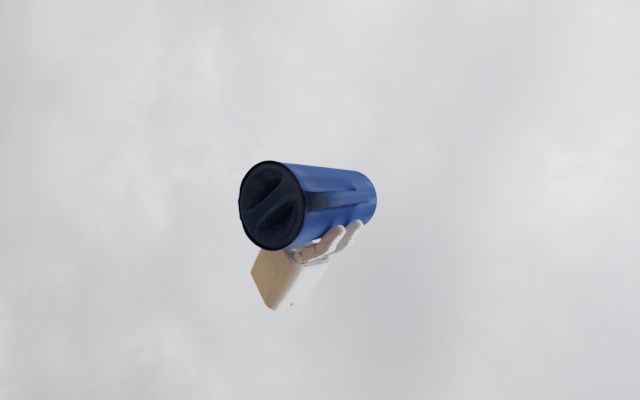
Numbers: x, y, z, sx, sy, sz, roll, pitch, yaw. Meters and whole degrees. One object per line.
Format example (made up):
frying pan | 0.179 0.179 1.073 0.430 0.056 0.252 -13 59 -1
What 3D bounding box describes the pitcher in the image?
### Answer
pitcher | 0.000 0.003 0.782 0.149 0.145 0.243 44 26 26
